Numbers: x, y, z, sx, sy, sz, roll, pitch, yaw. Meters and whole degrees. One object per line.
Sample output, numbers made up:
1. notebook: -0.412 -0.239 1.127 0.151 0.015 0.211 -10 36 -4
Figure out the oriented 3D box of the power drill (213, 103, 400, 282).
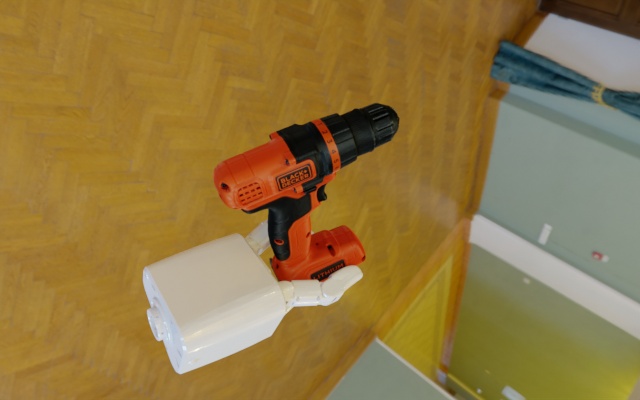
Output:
1. power drill: 0.000 0.002 0.491 0.184 0.188 0.057 -22 44 -11
